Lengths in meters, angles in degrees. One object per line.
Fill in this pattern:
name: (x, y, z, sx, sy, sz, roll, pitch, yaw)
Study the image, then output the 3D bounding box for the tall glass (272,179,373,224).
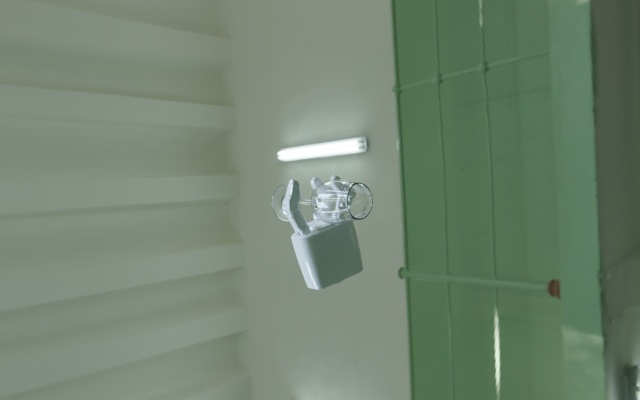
tall glass: (0.000, 0.003, 0.861, 0.079, 0.079, 0.201, 0, -1, -41)
